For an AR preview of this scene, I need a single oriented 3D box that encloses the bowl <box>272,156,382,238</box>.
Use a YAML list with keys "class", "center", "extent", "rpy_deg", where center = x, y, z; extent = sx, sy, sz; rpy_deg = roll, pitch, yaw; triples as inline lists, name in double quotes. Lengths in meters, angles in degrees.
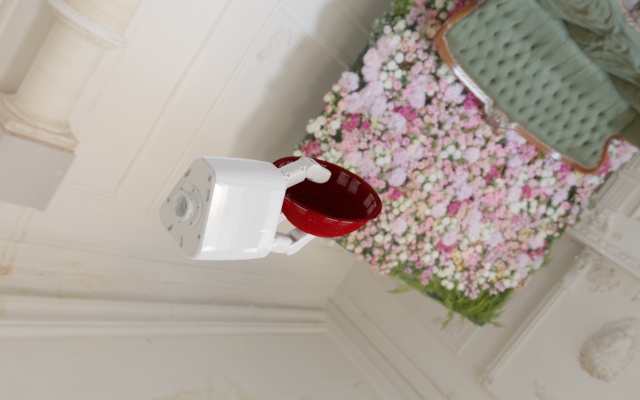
- class: "bowl"
  center: [0.001, 0.003, 0.657]
  extent: [0.162, 0.055, 0.162]
  rpy_deg: [16, 29, -9]
